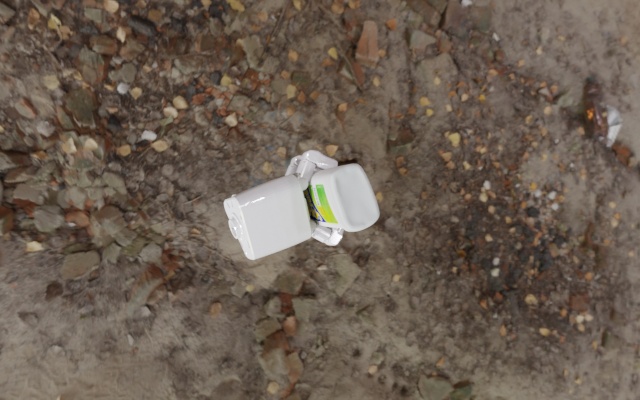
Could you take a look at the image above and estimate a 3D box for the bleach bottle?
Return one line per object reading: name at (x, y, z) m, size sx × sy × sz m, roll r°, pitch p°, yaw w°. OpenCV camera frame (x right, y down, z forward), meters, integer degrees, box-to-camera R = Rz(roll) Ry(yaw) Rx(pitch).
bleach bottle at (0.000, 0.003, 0.813) m, size 0.068 × 0.102 × 0.251 m, roll -22°, pitch 5°, yaw -24°
